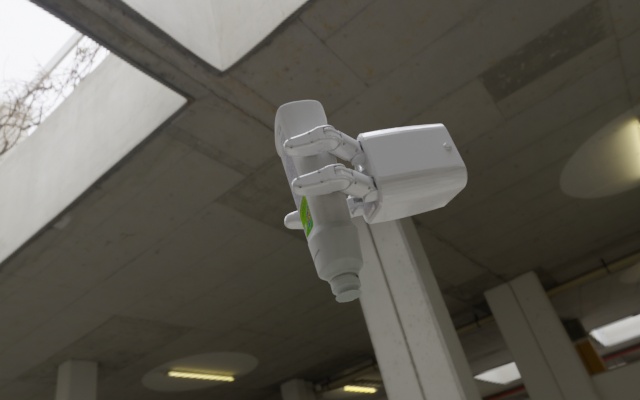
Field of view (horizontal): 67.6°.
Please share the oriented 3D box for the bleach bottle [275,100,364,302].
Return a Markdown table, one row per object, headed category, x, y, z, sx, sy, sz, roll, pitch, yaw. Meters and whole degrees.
| category | x | y | z | sx | sy | sz | roll | pitch | yaw |
| --- | --- | --- | --- | --- | --- | --- | --- | --- | --- |
| bleach bottle | 0.000 | 0.002 | 0.563 | 0.068 | 0.250 | 0.103 | -10 | -33 | -9 |
